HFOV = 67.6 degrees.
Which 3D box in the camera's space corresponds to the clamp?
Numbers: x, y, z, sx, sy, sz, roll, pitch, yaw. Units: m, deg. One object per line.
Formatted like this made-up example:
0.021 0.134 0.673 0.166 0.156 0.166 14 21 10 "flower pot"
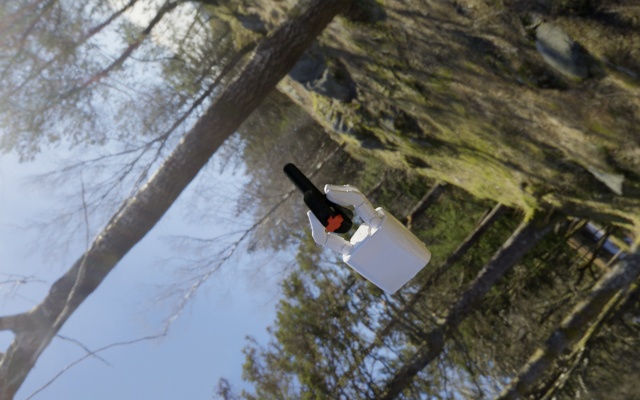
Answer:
0.000 0.004 0.811 0.164 0.036 0.210 38 7 -9 "clamp"
